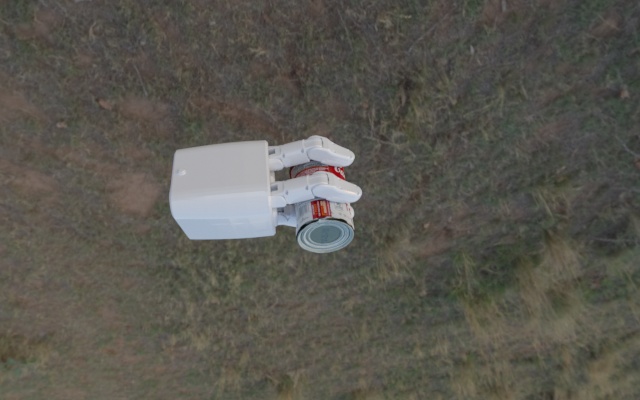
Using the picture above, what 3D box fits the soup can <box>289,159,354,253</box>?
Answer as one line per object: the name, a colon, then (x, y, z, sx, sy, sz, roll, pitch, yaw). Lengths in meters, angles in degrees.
soup can: (0.001, 0.002, 0.565, 0.068, 0.102, 0.069, -5, -38, -4)
